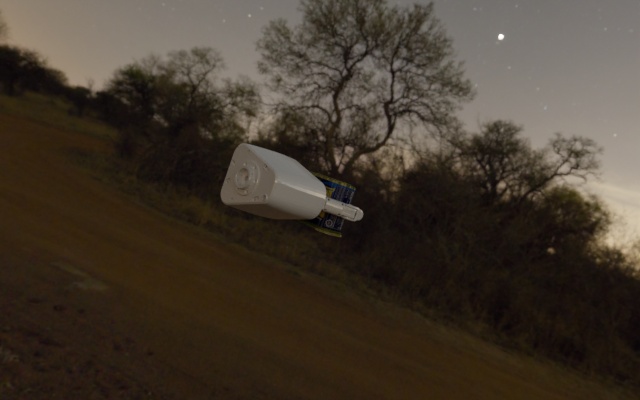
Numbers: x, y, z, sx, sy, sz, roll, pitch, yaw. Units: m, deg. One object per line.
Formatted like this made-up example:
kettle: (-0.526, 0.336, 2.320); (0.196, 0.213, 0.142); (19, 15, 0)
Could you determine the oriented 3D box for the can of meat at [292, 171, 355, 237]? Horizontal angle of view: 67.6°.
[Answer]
can of meat: (0.000, 0.002, 0.771); (0.102, 0.084, 0.057); (21, 3, 42)
